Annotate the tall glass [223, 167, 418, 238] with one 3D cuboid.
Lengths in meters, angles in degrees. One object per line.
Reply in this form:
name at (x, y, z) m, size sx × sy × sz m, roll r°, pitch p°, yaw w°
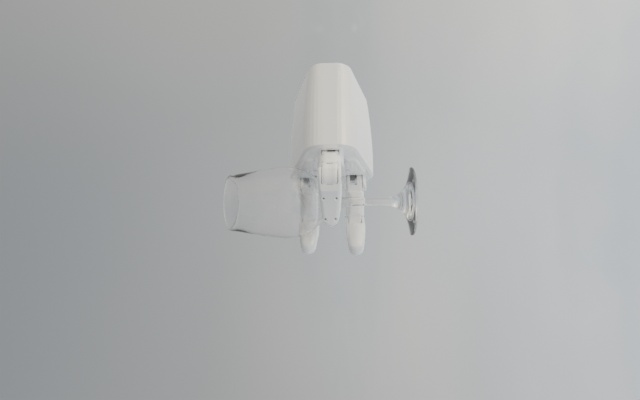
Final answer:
tall glass at (0.001, 0.002, 0.521) m, size 0.201 × 0.079 × 0.079 m, roll -1°, pitch 0°, yaw 2°
